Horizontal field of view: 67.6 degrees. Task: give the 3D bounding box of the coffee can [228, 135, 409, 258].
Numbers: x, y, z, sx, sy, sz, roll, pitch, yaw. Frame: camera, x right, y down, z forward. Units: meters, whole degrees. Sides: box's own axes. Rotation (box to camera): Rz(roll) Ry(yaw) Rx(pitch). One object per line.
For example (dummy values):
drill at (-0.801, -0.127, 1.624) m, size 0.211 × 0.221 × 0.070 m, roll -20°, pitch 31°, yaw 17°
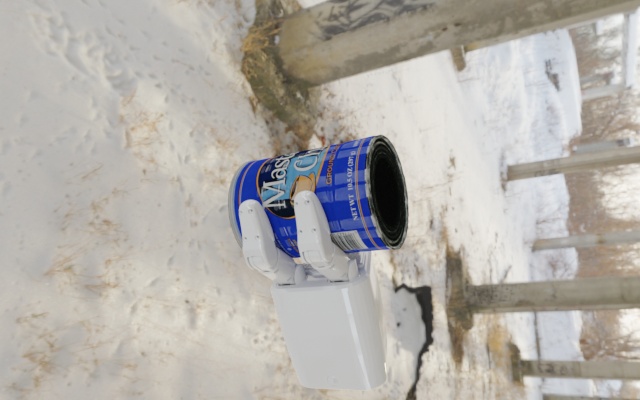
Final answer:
coffee can at (0.000, 0.001, 0.450) m, size 0.140 × 0.103 × 0.103 m, roll -8°, pitch -4°, yaw 27°
